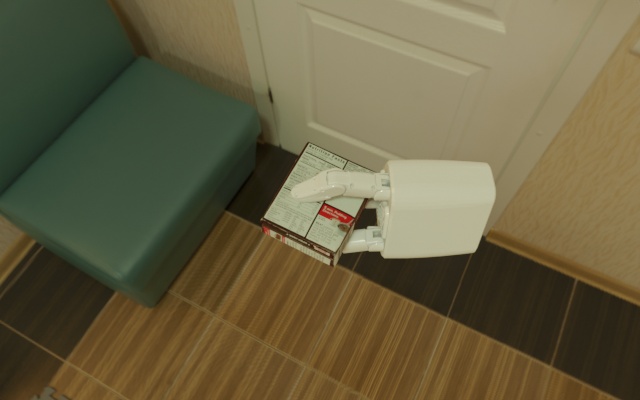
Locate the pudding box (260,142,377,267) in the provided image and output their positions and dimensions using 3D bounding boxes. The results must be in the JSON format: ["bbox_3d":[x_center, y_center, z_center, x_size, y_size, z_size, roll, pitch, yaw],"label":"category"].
[{"bbox_3d":[0.000,0.002,0.519,0.090,0.113,0.039,25,-27,9],"label":"pudding box"}]
